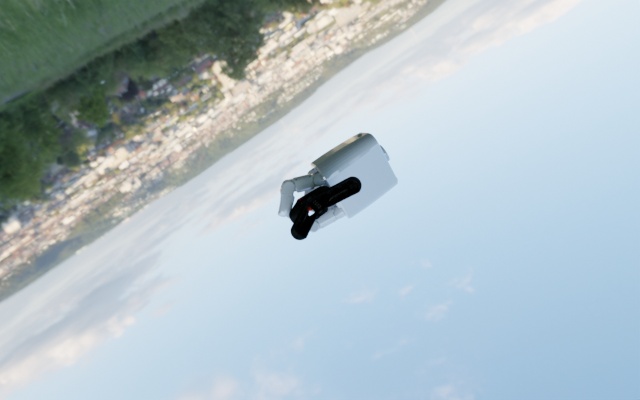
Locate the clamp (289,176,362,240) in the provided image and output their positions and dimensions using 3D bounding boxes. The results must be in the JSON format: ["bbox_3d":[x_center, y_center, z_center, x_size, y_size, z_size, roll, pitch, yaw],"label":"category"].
[{"bbox_3d":[0.000,0.003,0.717,0.120,0.039,0.171,-33,12,-2],"label":"clamp"}]
